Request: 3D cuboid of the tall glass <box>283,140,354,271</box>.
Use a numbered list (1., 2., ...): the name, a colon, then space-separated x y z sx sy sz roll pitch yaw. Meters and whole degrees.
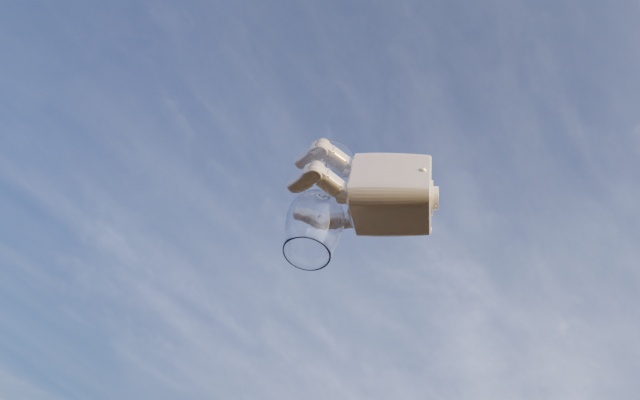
1. tall glass: 0.000 0.002 0.664 0.079 0.079 0.201 0 41 14
